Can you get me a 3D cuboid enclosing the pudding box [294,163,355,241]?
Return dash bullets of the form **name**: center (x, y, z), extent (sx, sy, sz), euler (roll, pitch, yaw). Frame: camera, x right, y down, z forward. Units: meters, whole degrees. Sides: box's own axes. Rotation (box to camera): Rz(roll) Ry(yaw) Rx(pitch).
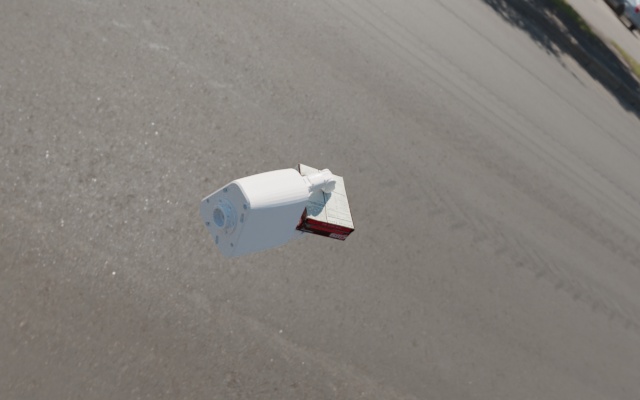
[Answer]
- **pudding box**: center (0.000, 0.002, 0.751), extent (0.090, 0.113, 0.039), euler (16, -43, -30)
